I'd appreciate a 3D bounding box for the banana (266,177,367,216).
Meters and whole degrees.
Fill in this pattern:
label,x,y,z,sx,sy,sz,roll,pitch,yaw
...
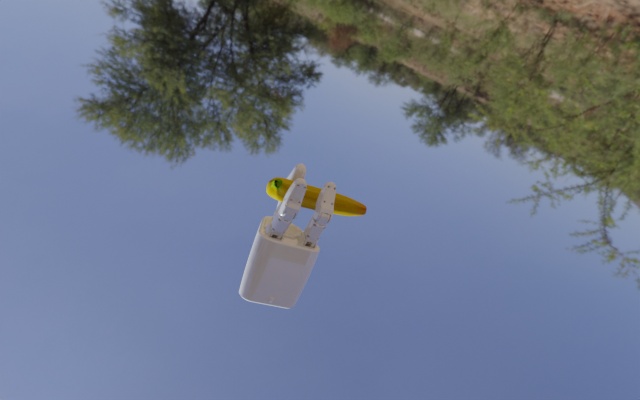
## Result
label,x,y,z,sx,sy,sz,roll,pitch,yaw
banana,-0.014,-0.003,0.739,0.198,0.037,0.069,14,6,-43
